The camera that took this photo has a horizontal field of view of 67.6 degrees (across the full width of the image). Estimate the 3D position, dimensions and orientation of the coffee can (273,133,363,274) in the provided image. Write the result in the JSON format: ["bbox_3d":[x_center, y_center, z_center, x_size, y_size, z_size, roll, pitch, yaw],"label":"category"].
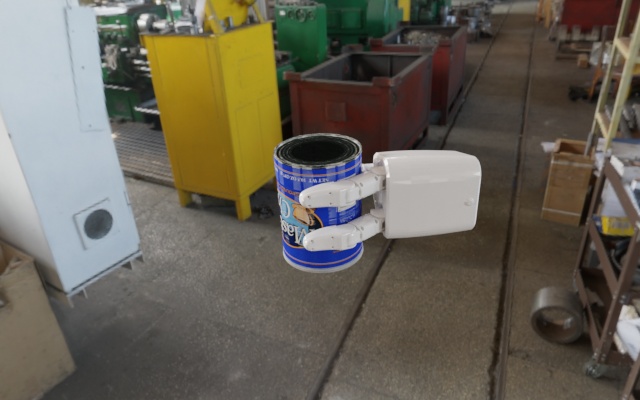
[{"bbox_3d":[0.000,0.002,0.580,0.103,0.140,0.102,-2,28,1],"label":"coffee can"}]
